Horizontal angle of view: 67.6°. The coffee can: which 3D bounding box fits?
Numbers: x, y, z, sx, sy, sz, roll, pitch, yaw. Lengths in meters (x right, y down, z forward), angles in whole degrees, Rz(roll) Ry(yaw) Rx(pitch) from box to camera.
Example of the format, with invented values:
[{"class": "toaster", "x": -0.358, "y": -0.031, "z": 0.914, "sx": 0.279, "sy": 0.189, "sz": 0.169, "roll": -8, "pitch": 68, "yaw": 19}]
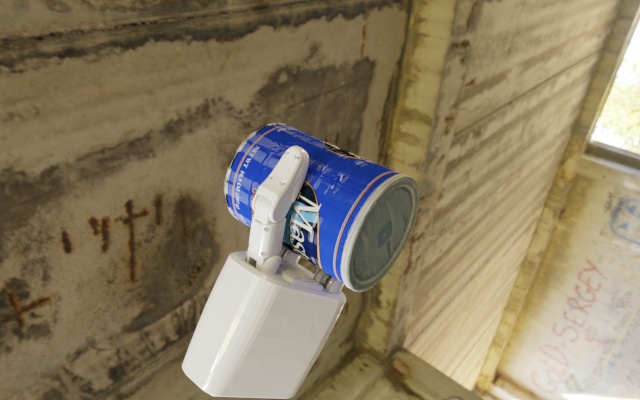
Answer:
[{"class": "coffee can", "x": 0.000, "y": 0.001, "z": 0.421, "sx": 0.140, "sy": 0.103, "sz": 0.103, "roll": 27, "pitch": 15, "yaw": 31}]
